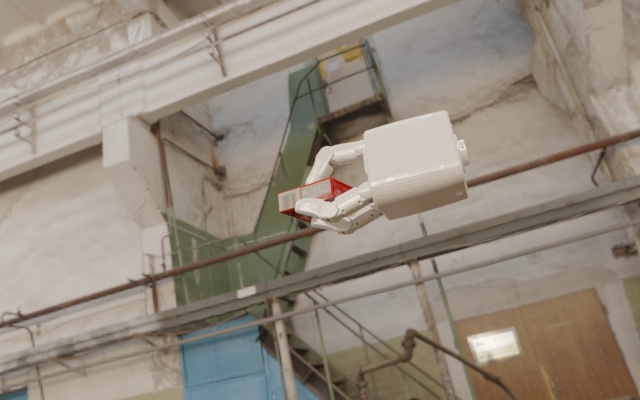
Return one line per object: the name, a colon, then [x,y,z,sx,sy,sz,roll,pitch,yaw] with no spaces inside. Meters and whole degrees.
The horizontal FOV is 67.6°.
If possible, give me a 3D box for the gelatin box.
gelatin box: [0.000,0.002,0.637,0.089,0.030,0.073,-16,-22,30]
